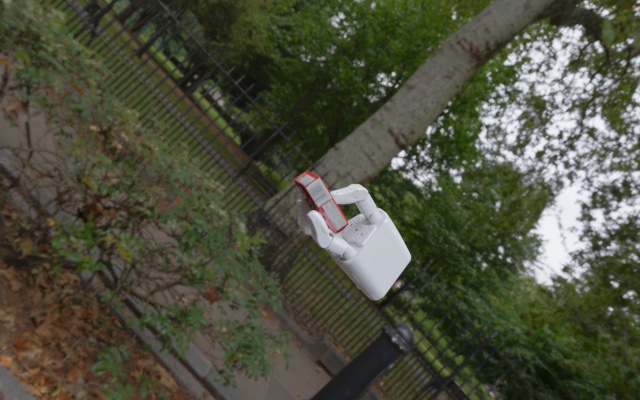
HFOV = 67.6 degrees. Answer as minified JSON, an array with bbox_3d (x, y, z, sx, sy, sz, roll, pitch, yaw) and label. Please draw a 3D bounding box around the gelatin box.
[{"bbox_3d":[0.000,0.002,0.726,0.030,0.089,0.073,-35,19,-7],"label":"gelatin box"}]
